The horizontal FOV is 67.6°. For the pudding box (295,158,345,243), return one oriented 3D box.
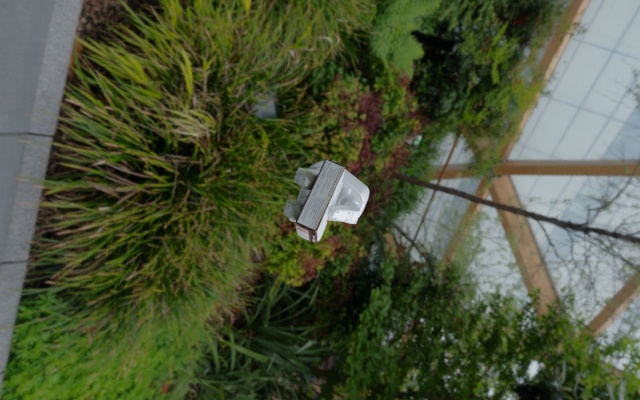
[{"bbox_3d":[0.000,0.002,0.738,0.039,0.113,0.090,21,-15,7],"label":"pudding box"}]
